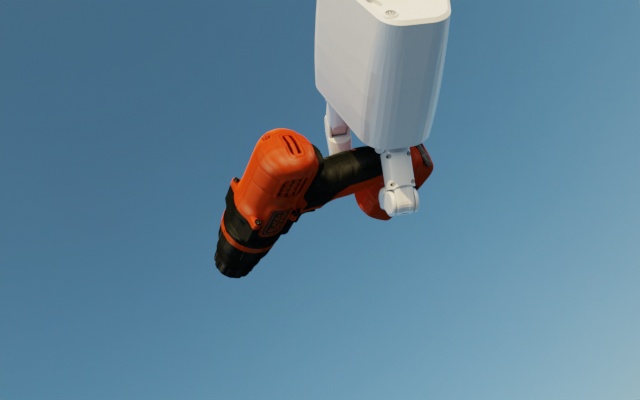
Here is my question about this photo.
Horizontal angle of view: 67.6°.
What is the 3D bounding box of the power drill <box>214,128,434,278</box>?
[{"bbox_3d":[0.001,0.001,0.442,0.187,0.057,0.184,-15,-26,-35],"label":"power drill"}]
